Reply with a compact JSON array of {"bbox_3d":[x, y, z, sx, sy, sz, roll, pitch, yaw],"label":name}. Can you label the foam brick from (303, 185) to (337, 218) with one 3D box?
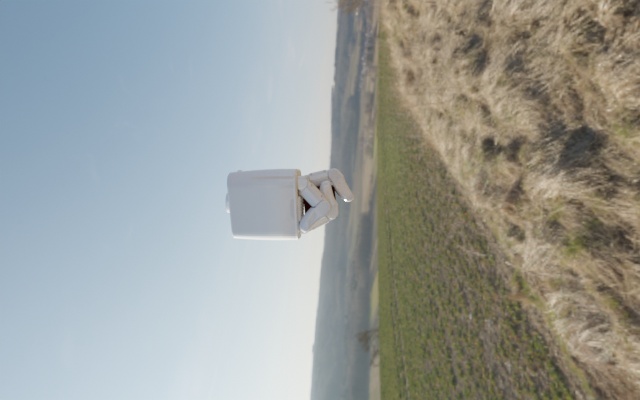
[{"bbox_3d":[0.000,0.003,0.798,0.051,0.053,0.078,-5,3,2],"label":"foam brick"}]
